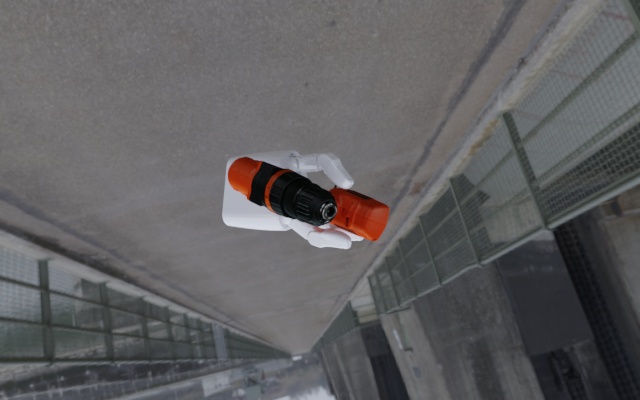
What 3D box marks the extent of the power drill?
[{"bbox_3d":[0.000,0.002,0.592,0.188,0.057,0.184,20,4,-43],"label":"power drill"}]
